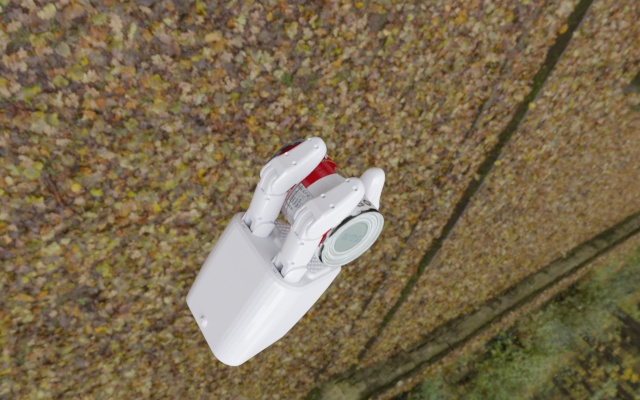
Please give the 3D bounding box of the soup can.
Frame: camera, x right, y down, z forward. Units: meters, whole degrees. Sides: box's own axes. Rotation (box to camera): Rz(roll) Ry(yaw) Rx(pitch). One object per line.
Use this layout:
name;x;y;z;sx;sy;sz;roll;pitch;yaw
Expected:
soup can;0.001;0.001;0.431;0.068;0.068;0.102;0;40;-46
